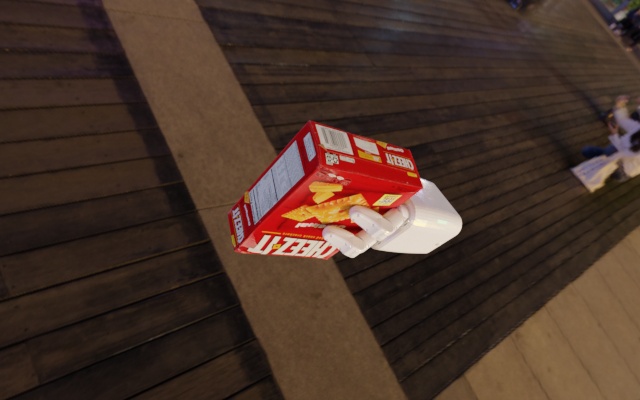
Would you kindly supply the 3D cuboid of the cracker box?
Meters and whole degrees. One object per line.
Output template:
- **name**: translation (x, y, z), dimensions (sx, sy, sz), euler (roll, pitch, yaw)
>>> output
- **cracker box**: translation (0.000, 0.002, 0.631), dimensions (0.164, 0.072, 0.214), euler (10, -37, -35)
